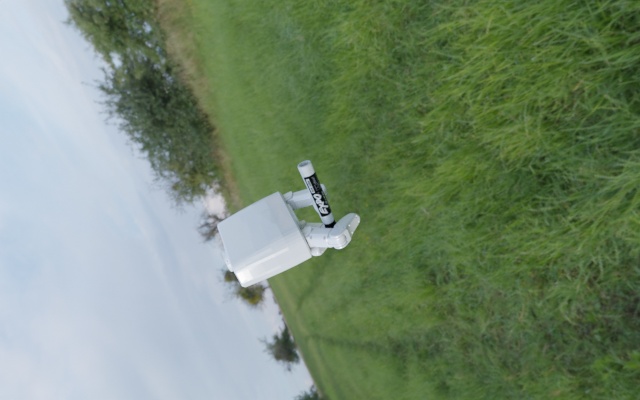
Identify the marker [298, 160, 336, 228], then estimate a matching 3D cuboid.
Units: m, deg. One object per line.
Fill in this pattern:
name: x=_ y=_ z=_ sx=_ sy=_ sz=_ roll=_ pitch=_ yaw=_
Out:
marker: x=0.000 y=0.002 z=0.642 sx=0.020 sy=0.121 sz=0.020 roll=-18 pitch=28 yaw=10
